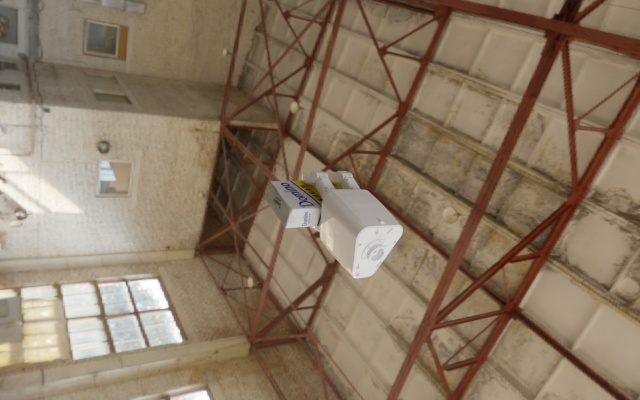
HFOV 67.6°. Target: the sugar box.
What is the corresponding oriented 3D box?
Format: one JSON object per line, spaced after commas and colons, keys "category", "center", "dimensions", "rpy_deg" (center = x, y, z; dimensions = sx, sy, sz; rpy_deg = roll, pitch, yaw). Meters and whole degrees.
{"category": "sugar box", "center": [0.000, 0.002, 0.851], "dimensions": [0.176, 0.048, 0.093], "rpy_deg": [0, 33, -34]}
